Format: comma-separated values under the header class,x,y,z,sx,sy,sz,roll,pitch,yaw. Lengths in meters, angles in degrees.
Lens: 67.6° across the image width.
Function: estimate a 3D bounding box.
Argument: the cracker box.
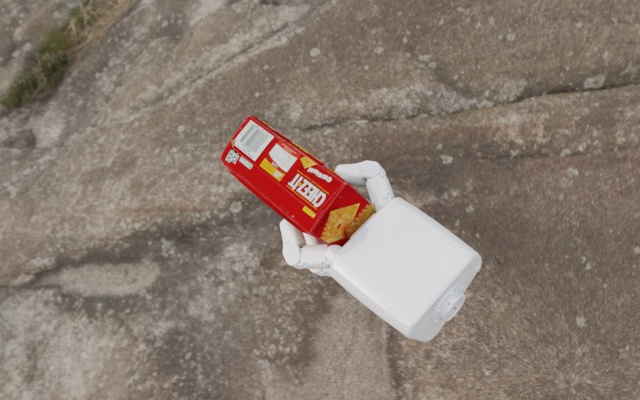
class,x,y,z,sx,sy,sz,roll,pitch,yaw
cracker box,0.000,0.002,0.585,0.164,0.072,0.214,37,0,33
